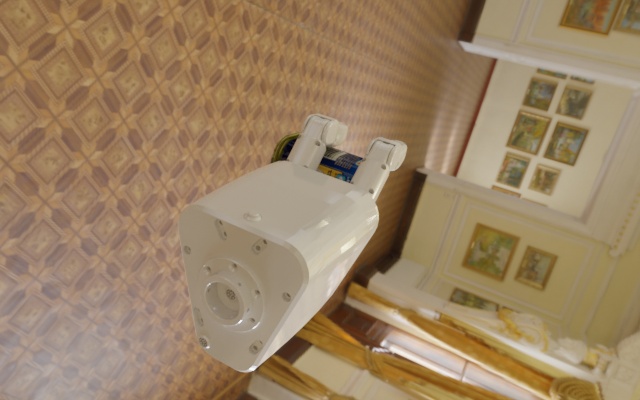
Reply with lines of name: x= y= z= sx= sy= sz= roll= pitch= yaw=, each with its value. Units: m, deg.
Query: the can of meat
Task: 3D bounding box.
can of meat: x=0.000 y=0.002 z=0.422 sx=0.084 sy=0.102 sz=0.057 roll=21 pitch=22 yaw=20
